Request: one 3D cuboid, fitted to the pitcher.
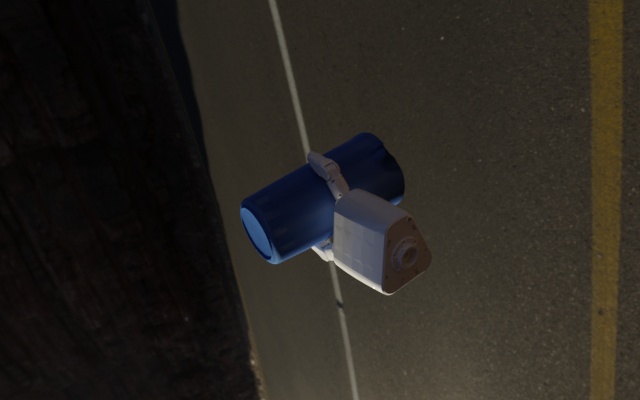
[{"bbox_3d":[0.000,0.002,0.756,0.243,0.149,0.145,-28,32,-25],"label":"pitcher"}]
